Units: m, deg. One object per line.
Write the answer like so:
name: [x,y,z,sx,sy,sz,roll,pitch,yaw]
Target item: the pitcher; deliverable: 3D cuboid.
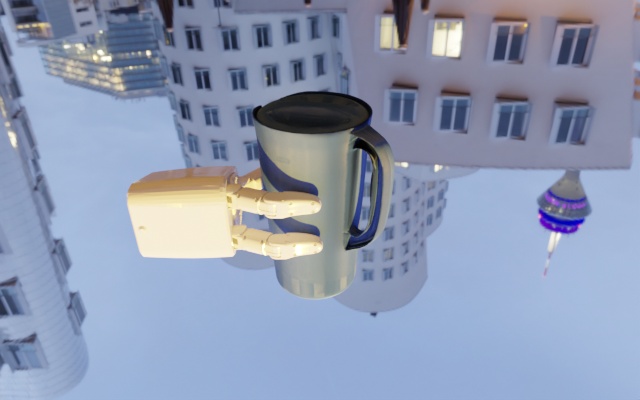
pitcher: [0.000,0.002,0.578,0.145,0.243,0.149,-4,31,-4]
